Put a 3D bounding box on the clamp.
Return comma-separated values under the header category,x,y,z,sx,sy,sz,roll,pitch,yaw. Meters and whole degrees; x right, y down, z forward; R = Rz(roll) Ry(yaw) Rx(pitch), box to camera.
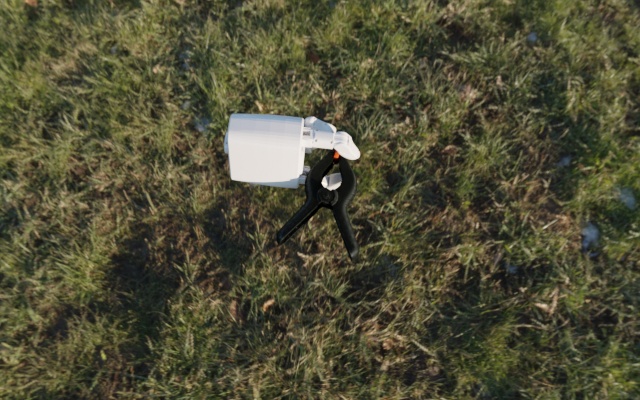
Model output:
category,x,y,z,sx,sy,sz,roll,pitch,yaw
clamp,0.000,0.002,0.707,0.120,0.171,0.039,5,-21,-3
